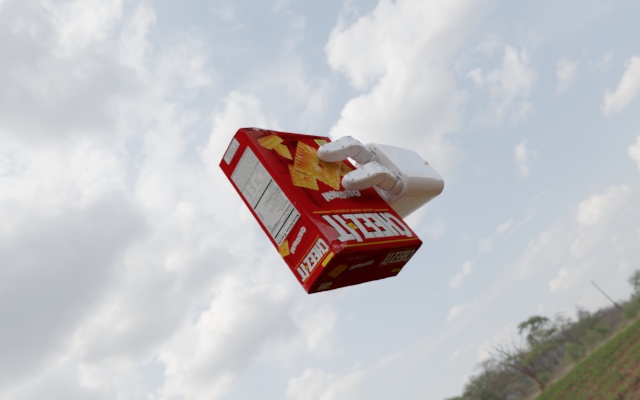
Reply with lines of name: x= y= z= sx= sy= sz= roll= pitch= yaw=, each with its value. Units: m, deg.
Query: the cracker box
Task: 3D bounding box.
cracker box: x=0.000 y=0.002 z=0.585 sx=0.164 sy=0.072 sz=0.213 roll=-1 pitch=42 yaw=-47
